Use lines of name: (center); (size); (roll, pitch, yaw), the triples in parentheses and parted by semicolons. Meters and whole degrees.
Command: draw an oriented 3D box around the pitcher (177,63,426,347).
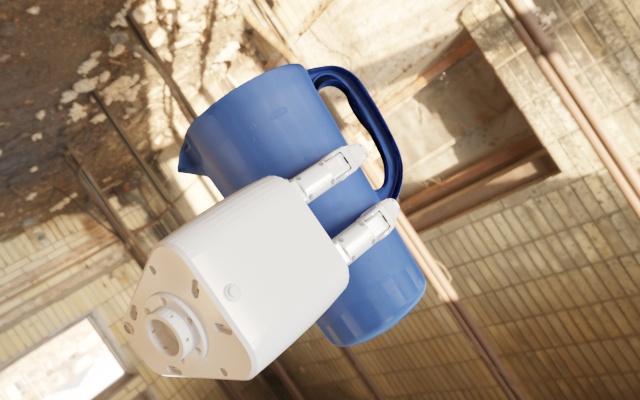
pitcher: (0.000, 0.002, 0.448); (0.149, 0.243, 0.145); (-33, 1, 36)
